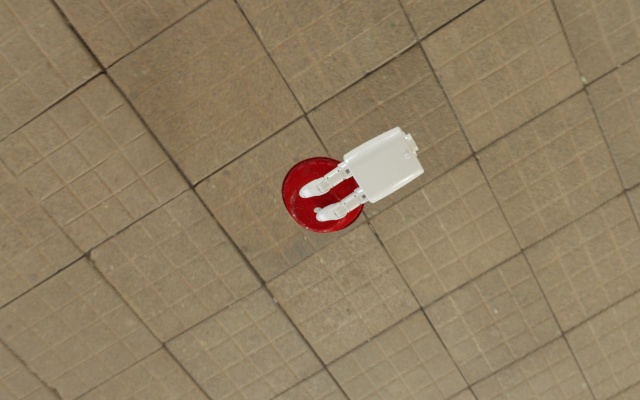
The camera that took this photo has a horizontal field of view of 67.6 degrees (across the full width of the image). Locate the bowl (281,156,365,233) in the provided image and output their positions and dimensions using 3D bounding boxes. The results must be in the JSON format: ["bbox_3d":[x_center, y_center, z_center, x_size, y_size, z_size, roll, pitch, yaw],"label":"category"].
[{"bbox_3d":[-0.001,0.004,0.886,0.162,0.162,0.055,0,28,11],"label":"bowl"}]
